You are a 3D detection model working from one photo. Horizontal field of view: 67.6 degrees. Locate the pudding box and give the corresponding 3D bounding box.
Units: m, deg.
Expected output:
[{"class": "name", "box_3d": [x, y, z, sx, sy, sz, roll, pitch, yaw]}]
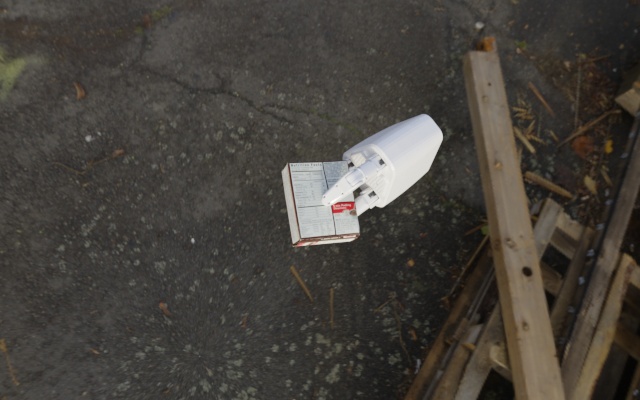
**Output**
[{"class": "pudding box", "box_3d": [0.000, 0.002, 0.654, 0.090, 0.113, 0.039, -4, -18, -19]}]
